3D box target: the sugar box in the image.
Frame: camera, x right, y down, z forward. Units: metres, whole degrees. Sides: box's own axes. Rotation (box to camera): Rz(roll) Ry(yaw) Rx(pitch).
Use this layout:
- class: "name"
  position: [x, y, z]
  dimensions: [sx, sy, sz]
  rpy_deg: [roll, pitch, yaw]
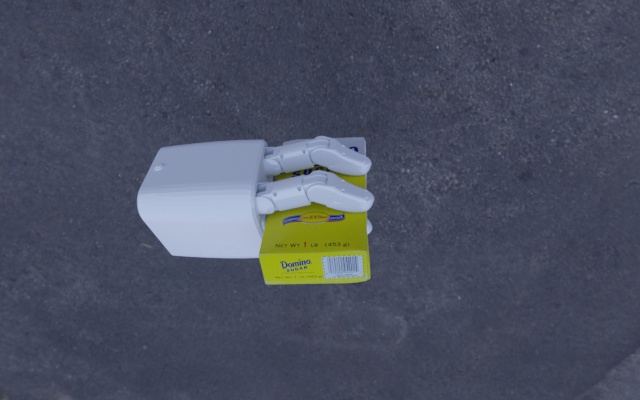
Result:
- class: "sugar box"
  position: [0.000, 0.001, 0.466]
  dimensions: [0.093, 0.048, 0.176]
  rpy_deg: [-2, 42, 5]
